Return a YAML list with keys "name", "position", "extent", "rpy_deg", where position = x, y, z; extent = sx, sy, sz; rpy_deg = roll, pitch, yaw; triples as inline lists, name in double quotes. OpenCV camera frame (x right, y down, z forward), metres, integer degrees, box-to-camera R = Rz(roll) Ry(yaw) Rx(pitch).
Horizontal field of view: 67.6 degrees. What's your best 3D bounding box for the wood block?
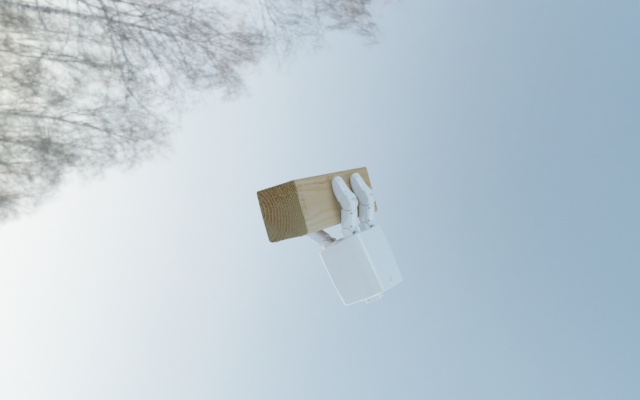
- name: "wood block"
  position: [0.000, 0.003, 0.836]
  extent: [0.091, 0.090, 0.206]
  rpy_deg: [-16, -1, 39]
